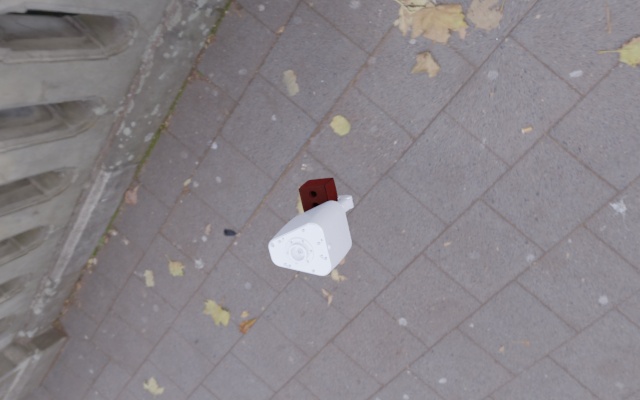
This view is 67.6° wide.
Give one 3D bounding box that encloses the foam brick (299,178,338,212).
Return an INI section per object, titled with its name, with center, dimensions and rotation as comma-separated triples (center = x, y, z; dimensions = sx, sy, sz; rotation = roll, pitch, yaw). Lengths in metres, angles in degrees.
[foam brick]
center = 0.000, 0.003, 0.873
dimensions = 0.053, 0.078, 0.051
rotation = -7, 15, 24
